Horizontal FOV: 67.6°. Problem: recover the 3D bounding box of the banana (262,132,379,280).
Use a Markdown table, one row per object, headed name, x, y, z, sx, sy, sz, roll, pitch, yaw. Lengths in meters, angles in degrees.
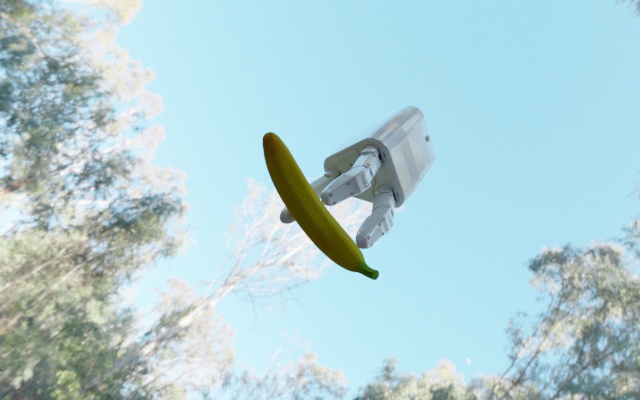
| name | x | y | z | sx | sy | sz | roll | pitch | yaw |
| --- | --- | --- | --- | --- | --- | --- | --- | --- | --- |
| banana | -0.006 | 0.010 | 0.542 | 0.037 | 0.198 | 0.070 | -42 | 5 | -33 |
